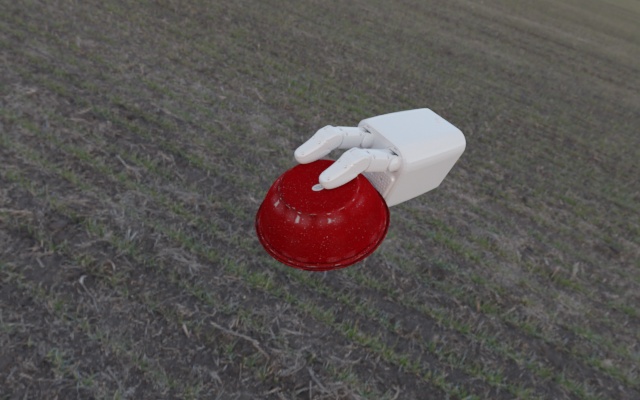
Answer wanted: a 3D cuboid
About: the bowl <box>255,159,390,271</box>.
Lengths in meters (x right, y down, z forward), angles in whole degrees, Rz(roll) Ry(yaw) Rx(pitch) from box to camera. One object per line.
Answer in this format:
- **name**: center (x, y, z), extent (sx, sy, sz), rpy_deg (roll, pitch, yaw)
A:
- **bowl**: center (-0.001, 0.002, 0.553), extent (0.162, 0.162, 0.055), rpy_deg (-3, -45, 3)
